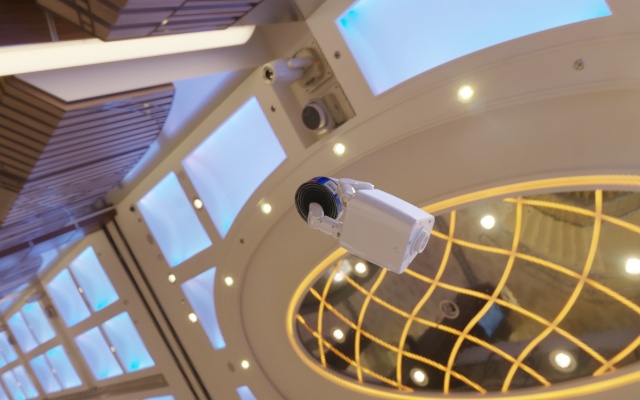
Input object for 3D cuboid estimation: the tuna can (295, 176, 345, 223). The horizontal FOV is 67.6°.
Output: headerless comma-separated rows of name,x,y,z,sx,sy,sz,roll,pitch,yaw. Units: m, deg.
tuna can,0.000,0.002,0.820,0.086,0.086,0.033,0,22,35
